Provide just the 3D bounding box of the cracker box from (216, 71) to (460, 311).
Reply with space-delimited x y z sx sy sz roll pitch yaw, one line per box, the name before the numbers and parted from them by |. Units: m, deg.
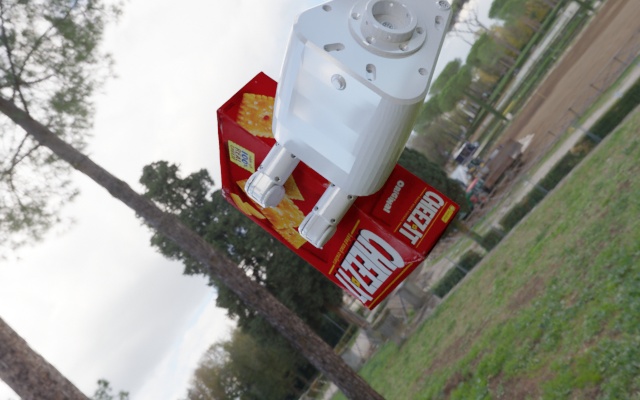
cracker box | 0.000 0.001 0.466 0.213 0.072 0.164 37 -27 9
